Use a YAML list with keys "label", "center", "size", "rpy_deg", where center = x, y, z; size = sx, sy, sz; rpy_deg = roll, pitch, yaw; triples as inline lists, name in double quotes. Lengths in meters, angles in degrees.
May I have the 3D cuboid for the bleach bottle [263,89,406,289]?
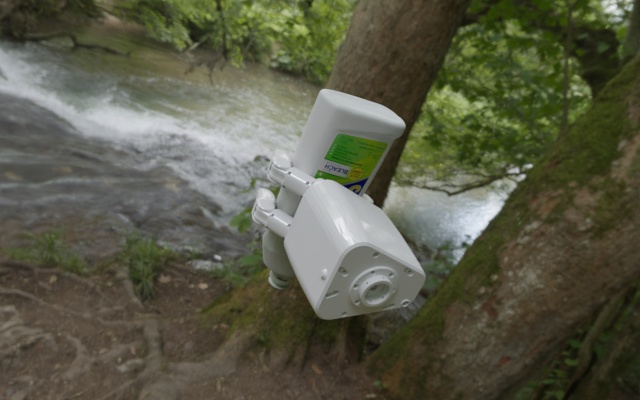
- label: "bleach bottle"
  center: [0.000, 0.002, 0.566]
  size: [0.102, 0.251, 0.068]
  rpy_deg: [10, 28, -28]
